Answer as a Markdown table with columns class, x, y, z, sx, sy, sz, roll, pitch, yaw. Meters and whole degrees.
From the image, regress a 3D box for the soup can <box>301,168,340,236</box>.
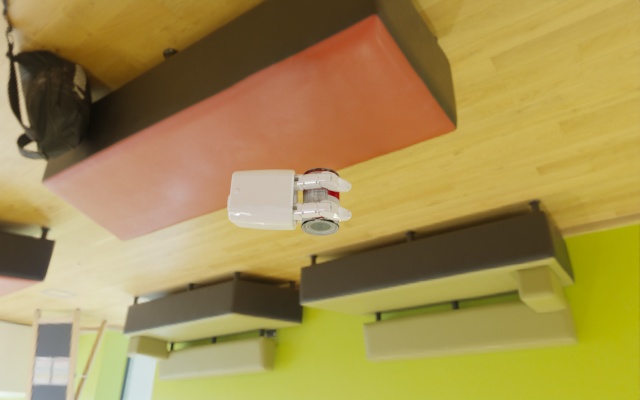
| class | x | y | z | sx | sy | sz | roll | pitch | yaw |
| --- | --- | --- | --- | --- | --- | --- | --- | --- | --- |
| soup can | 0.001 | 0.003 | 0.840 | 0.068 | 0.102 | 0.068 | 1 | -27 | 0 |
